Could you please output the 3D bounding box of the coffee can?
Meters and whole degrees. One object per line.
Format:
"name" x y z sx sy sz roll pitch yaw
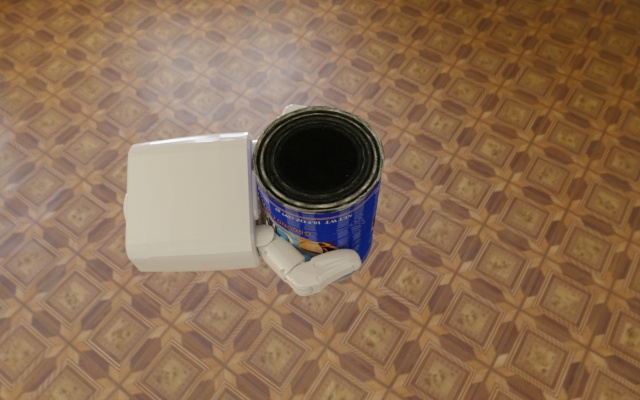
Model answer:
"coffee can" 0.000 0.002 0.427 0.103 0.102 0.140 0 -31 2
